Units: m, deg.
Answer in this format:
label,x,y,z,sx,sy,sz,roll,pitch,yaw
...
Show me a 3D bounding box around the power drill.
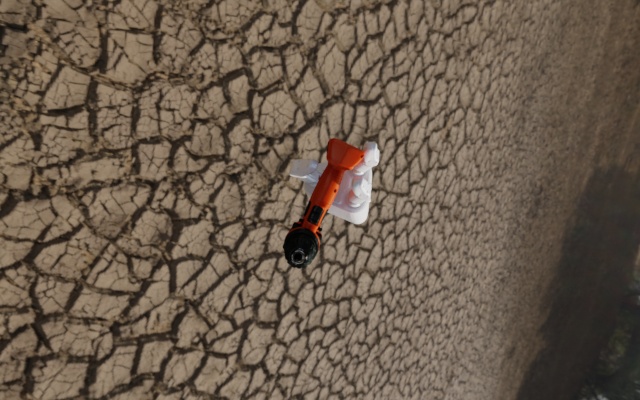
label,x,y,z,sx,sy,sz,roll,pitch,yaw
power drill,0.000,0.002,0.704,0.057,0.187,0.184,26,6,-4
